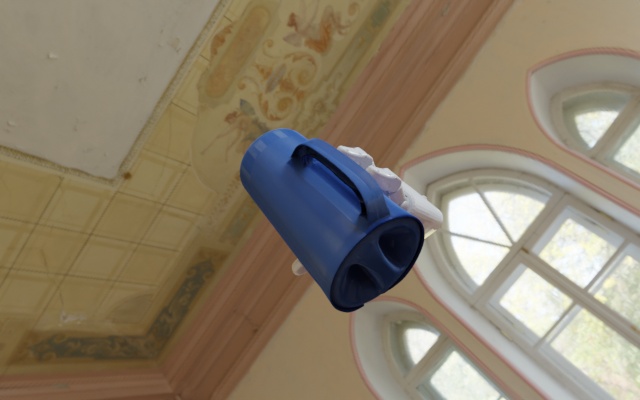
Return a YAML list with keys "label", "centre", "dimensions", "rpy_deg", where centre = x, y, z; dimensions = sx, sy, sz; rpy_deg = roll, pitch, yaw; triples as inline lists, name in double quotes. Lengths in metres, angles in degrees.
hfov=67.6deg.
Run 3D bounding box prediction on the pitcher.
- label: "pitcher"
  centre: [0.000, 0.002, 0.584]
  dimensions: [0.145, 0.149, 0.242]
  rpy_deg: [17, 21, -49]
